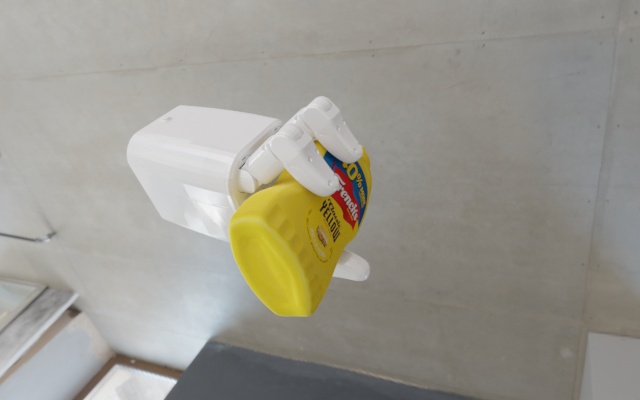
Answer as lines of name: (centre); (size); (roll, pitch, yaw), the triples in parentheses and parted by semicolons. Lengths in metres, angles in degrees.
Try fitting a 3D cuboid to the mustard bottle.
mustard bottle: (0.000, 0.002, 0.411); (0.058, 0.096, 0.191); (-9, 28, 32)
